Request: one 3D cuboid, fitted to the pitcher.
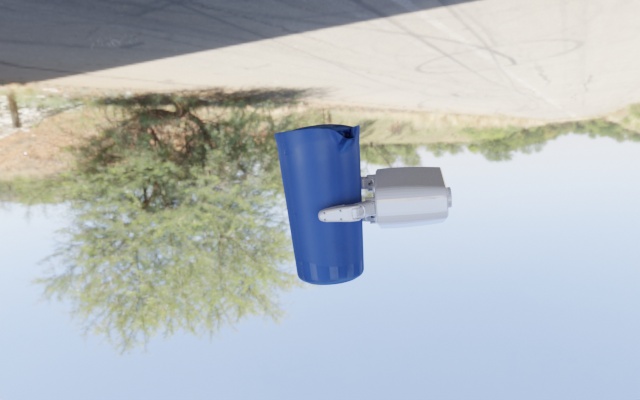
[{"bbox_3d":[0.000,0.002,0.762,0.145,0.243,0.149,-4,7,10],"label":"pitcher"}]
